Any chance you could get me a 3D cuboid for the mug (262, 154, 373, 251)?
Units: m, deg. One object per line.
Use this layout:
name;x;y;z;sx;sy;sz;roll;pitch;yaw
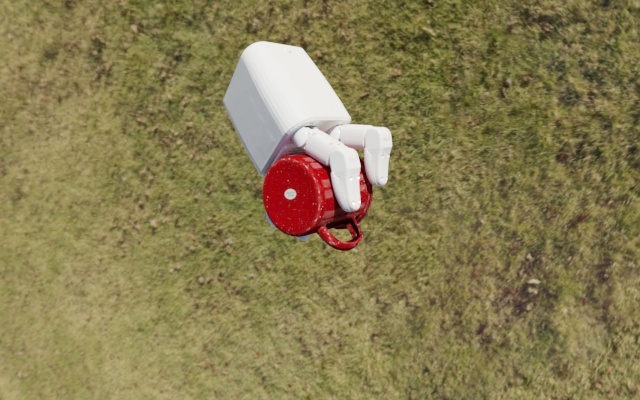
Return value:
mug;0.001;0.003;0.496;0.081;0.117;0.093;-12;-23;-51
